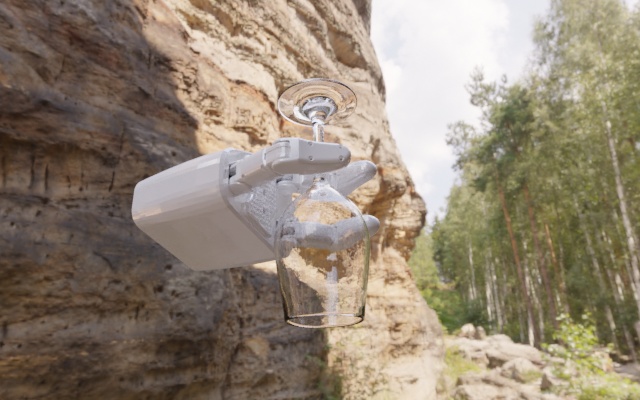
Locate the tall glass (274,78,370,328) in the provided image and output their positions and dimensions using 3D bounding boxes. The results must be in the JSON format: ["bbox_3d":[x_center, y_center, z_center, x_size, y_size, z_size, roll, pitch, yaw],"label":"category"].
[{"bbox_3d":[0.000,0.001,0.404,0.079,0.201,0.079,-2,-24,-1],"label":"tall glass"}]
